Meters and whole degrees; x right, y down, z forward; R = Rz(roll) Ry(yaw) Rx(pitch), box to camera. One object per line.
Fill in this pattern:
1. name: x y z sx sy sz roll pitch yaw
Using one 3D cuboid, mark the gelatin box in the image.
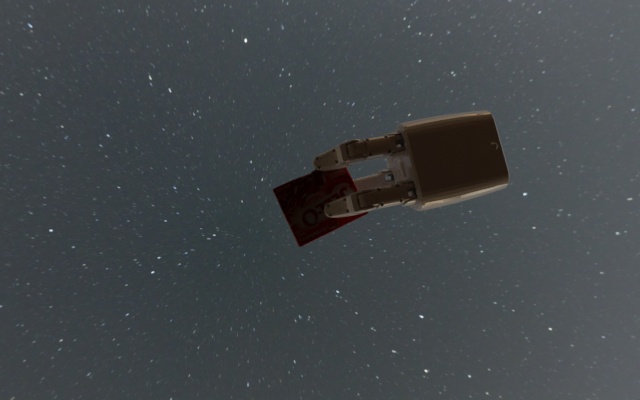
1. gelatin box: 0.000 0.002 0.550 0.089 0.073 0.030 -25 -2 -3
